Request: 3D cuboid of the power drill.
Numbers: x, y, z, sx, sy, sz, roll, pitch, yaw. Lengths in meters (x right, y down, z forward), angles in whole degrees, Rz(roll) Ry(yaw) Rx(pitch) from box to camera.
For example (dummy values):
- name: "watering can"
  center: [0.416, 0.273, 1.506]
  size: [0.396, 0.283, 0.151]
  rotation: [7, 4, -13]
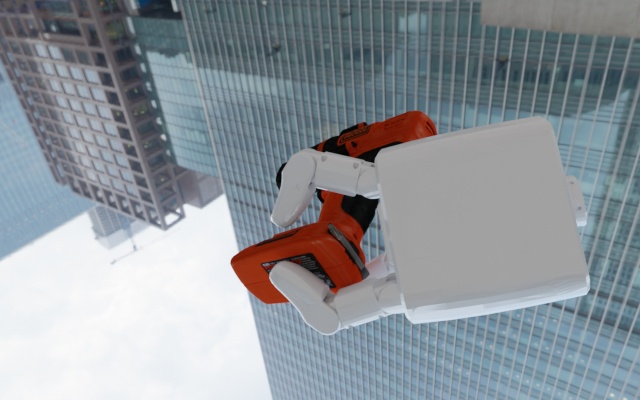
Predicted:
- name: "power drill"
  center: [0.000, 0.002, 0.419]
  size: [0.184, 0.057, 0.187]
  rotation: [-18, 29, 39]
